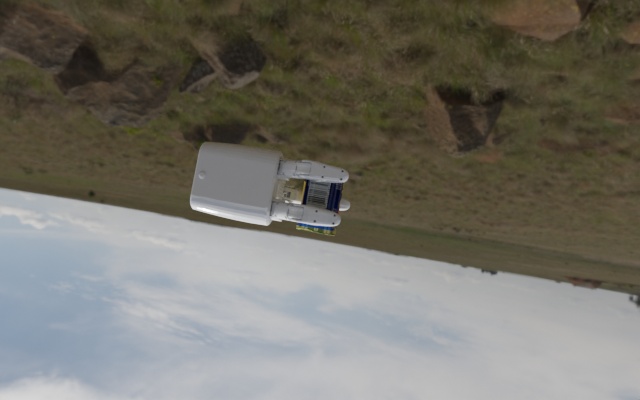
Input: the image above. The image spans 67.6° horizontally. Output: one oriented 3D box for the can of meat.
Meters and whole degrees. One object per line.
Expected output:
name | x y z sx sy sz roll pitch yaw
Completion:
can of meat | 0.000 0.002 0.647 0.057 0.084 0.102 10 -3 0
